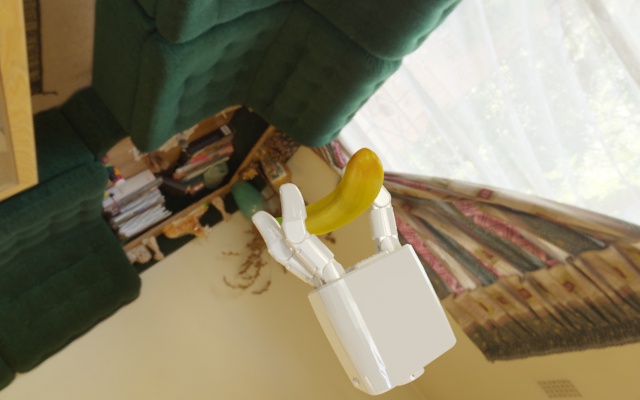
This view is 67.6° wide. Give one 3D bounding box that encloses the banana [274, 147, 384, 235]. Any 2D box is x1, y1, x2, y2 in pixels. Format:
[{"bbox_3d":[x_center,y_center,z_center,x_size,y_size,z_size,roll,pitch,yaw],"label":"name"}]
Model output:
[{"bbox_3d":[0.014,0.002,0.472,0.069,0.037,0.198,-3,-20,-33],"label":"banana"}]
